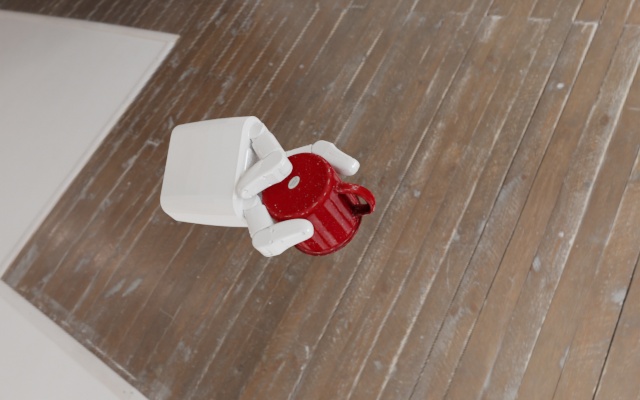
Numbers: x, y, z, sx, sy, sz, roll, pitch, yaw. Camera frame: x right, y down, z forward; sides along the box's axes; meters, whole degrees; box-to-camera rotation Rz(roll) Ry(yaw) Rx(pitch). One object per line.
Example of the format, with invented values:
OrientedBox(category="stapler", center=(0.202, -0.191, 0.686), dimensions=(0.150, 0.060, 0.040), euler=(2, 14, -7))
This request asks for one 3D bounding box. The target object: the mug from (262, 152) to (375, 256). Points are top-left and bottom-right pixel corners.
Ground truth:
OrientedBox(category="mug", center=(0.001, 0.002, 0.510), dimensions=(0.117, 0.093, 0.081), euler=(-1, -29, 25))
